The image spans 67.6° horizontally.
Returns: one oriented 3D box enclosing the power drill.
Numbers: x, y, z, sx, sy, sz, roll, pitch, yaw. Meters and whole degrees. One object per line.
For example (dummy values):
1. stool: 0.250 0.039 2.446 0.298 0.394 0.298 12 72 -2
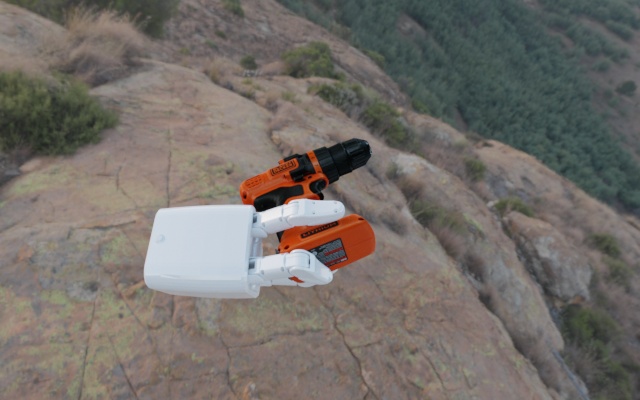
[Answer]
1. power drill: 0.000 0.002 0.581 0.184 0.057 0.187 -24 36 -1
